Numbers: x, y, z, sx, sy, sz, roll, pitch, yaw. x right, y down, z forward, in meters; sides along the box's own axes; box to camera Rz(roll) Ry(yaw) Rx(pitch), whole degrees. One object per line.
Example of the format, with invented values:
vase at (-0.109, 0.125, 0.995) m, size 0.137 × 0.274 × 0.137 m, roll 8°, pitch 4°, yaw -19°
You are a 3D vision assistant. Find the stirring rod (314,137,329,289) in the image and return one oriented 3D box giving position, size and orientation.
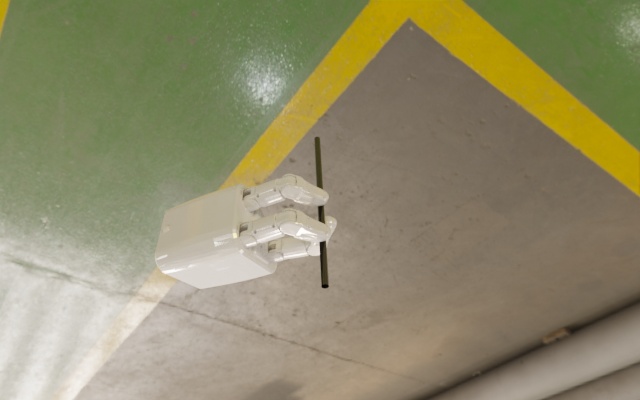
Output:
stirring rod at (0.000, 0.002, 0.576) m, size 0.011 × 0.239 × 0.011 m, roll -2°, pitch -44°, yaw -2°
